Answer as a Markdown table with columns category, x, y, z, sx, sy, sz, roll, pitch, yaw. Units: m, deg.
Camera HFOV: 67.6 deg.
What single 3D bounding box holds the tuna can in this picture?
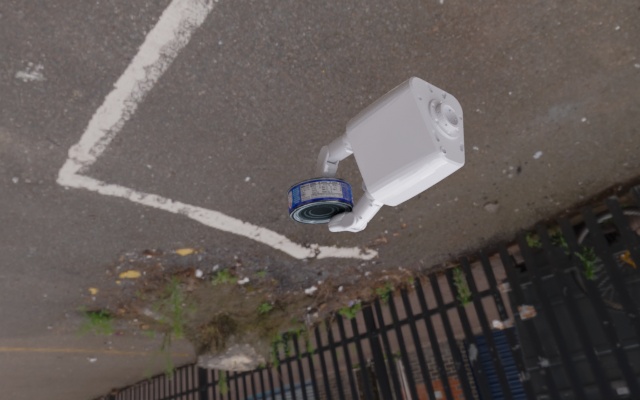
| category | x | y | z | sx | sy | sz | roll | pitch | yaw |
| --- | --- | --- | --- | --- | --- | --- | --- | --- | --- |
| tuna can | 0.000 | 0.003 | 0.625 | 0.086 | 0.033 | 0.086 | -6 | -21 | -2 |
